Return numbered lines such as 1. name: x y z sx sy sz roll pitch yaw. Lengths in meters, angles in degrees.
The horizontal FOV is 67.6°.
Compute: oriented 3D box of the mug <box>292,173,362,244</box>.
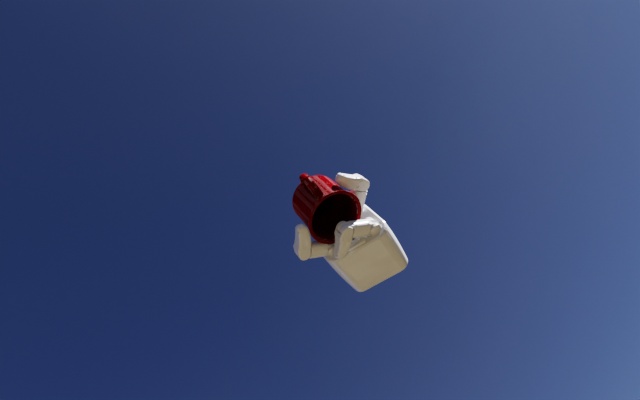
1. mug: -0.001 0.002 0.759 0.117 0.093 0.081 53 -6 -38
